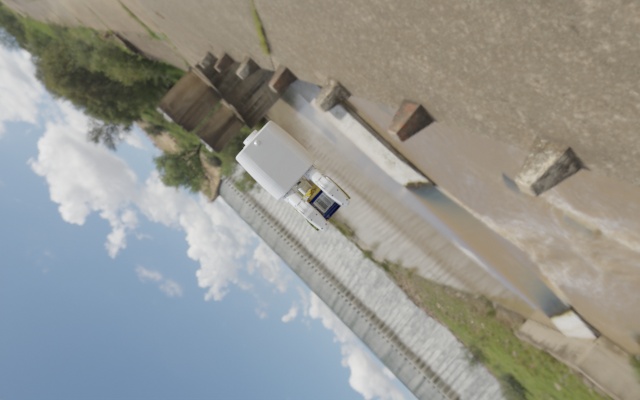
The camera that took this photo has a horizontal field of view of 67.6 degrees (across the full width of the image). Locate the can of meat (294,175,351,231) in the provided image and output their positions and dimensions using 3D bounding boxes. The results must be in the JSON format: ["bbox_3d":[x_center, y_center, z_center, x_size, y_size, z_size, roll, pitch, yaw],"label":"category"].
[{"bbox_3d":[0.000,0.003,0.869,0.057,0.084,0.102,43,-1,-11],"label":"can of meat"}]
